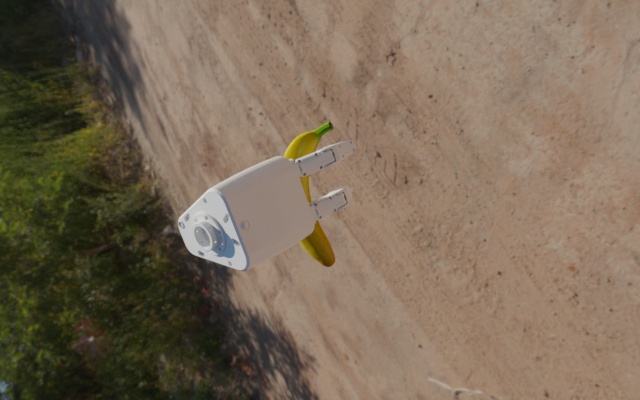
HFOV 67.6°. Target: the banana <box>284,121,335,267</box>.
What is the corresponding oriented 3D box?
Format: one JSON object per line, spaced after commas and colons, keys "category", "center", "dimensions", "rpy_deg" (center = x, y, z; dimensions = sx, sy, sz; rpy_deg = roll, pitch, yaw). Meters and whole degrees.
{"category": "banana", "center": [-0.018, -0.003, 0.622], "dimensions": [0.069, 0.198, 0.037], "rpy_deg": [5, 22, 18]}
